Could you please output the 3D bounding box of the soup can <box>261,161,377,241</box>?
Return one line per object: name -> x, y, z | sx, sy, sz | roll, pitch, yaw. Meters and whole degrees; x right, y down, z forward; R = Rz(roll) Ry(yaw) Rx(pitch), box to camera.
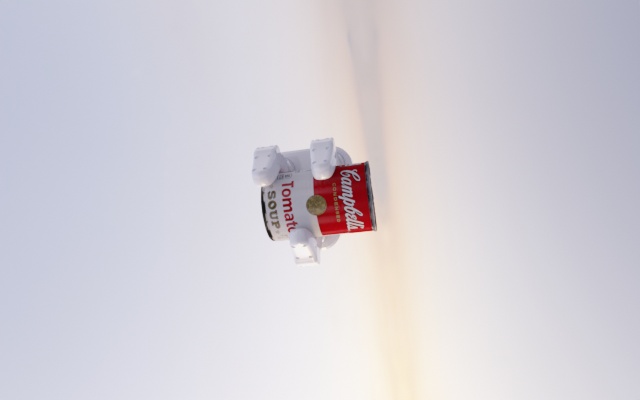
soup can -> 0.000, 0.002, 0.461 | 0.102, 0.068, 0.068 | -7, -1, 7
